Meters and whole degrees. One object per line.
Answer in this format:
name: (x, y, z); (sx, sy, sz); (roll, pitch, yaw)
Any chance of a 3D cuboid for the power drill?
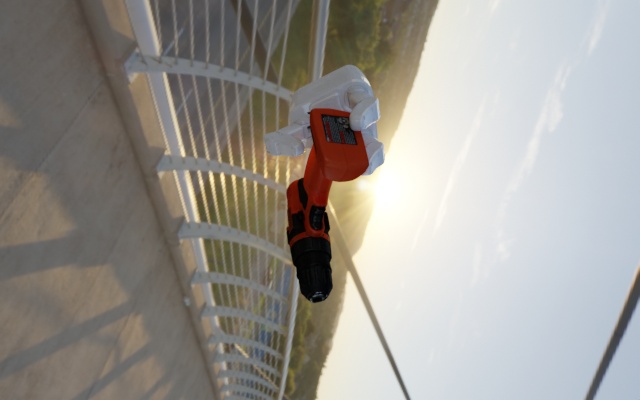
power drill: (0.000, 0.001, 0.565); (0.057, 0.184, 0.188); (3, -43, -17)
